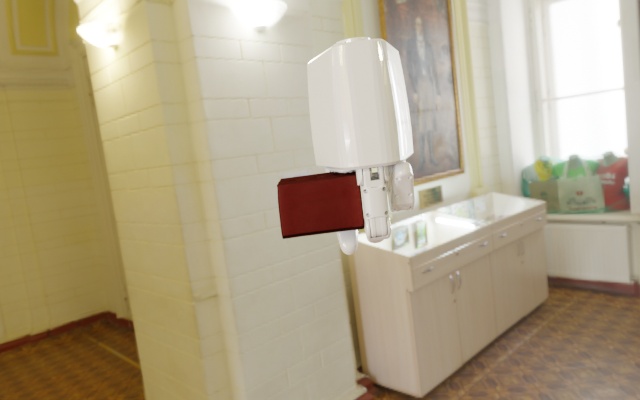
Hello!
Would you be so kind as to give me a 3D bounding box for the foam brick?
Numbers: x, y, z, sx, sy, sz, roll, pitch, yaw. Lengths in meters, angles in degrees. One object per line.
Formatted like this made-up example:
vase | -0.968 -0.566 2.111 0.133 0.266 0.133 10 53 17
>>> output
foam brick | 0.000 0.002 0.459 0.078 0.051 0.053 -8 11 2
